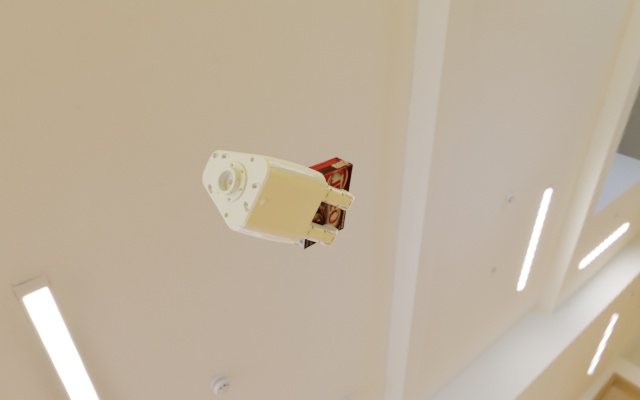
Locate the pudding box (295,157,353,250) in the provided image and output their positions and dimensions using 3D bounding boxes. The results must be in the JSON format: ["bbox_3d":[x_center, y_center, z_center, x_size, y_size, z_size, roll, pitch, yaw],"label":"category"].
[{"bbox_3d":[0.000,0.002,0.686,0.039,0.114,0.090,31,37,33],"label":"pudding box"}]
